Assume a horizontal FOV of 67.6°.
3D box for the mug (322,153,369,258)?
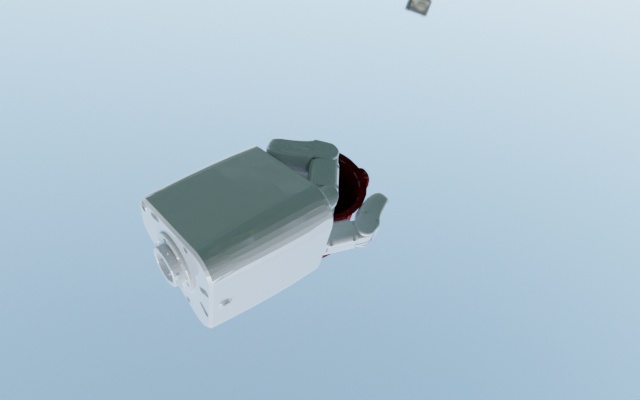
[{"bbox_3d":[0.001,0.001,0.484,0.117,0.093,0.082,-26,-29,-31],"label":"mug"}]
